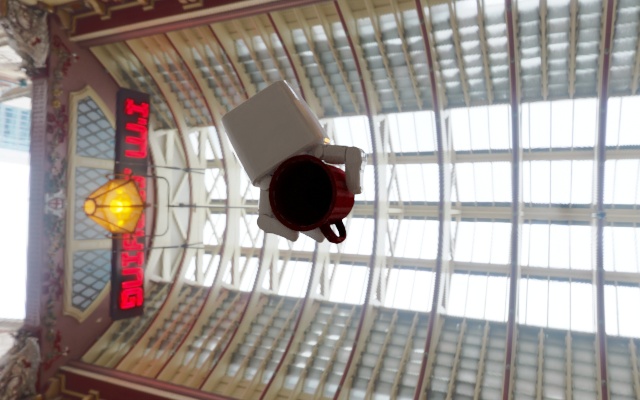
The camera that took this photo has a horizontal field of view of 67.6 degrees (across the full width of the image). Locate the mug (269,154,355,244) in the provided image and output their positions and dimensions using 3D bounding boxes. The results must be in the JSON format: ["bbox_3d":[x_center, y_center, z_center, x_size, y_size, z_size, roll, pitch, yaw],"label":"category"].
[{"bbox_3d":[0.001,0.003,0.606,0.093,0.117,0.081,-36,-16,20],"label":"mug"}]
